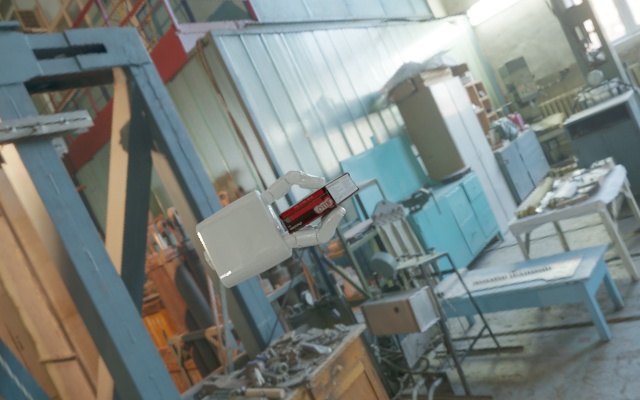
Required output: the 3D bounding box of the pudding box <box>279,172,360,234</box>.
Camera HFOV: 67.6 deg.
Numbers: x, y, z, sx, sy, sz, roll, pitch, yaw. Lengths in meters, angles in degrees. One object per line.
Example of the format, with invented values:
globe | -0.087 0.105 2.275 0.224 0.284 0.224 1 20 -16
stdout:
pudding box | 0.000 0.002 0.720 0.090 0.039 0.113 -31 3 25
